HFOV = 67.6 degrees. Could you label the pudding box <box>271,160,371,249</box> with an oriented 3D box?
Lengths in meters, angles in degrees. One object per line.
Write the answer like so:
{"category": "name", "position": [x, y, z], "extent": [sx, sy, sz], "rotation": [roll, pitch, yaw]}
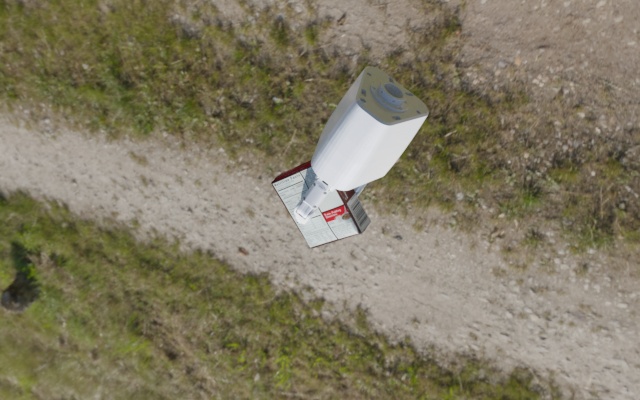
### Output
{"category": "pudding box", "position": [0.000, 0.002, 0.636], "extent": [0.090, 0.113, 0.039], "rotation": [-20, 16, 35]}
